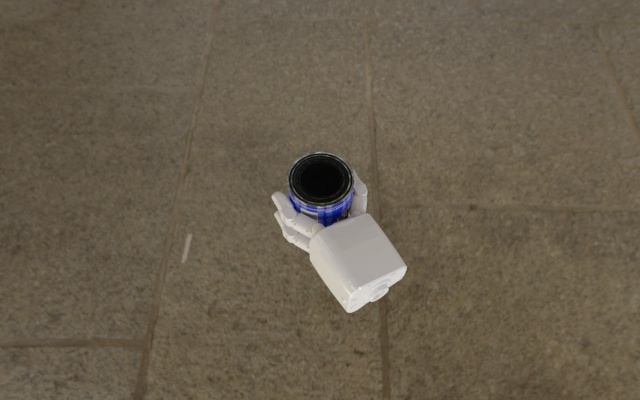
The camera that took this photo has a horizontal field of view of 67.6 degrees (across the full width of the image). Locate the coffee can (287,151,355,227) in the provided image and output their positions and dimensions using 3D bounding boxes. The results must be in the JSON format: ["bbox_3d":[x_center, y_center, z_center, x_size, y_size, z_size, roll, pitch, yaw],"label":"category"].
[{"bbox_3d":[0.000,0.002,0.778,0.103,0.102,0.140,0,-32,0],"label":"coffee can"}]
